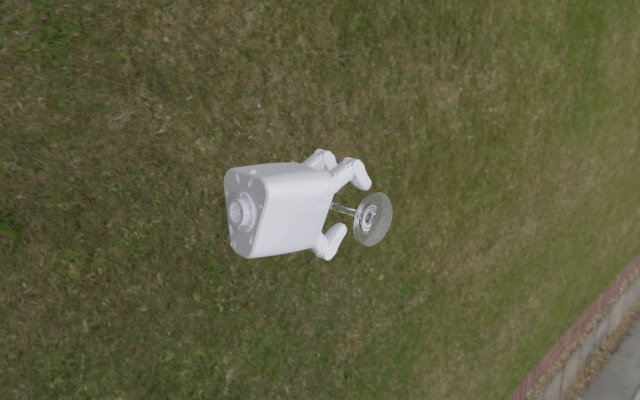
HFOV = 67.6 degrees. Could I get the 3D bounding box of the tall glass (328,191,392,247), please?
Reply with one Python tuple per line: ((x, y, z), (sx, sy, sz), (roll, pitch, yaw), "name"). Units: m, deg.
((0.001, 0.002, 0.680), (0.079, 0.079, 0.201), (0, 13, -45), "tall glass")
